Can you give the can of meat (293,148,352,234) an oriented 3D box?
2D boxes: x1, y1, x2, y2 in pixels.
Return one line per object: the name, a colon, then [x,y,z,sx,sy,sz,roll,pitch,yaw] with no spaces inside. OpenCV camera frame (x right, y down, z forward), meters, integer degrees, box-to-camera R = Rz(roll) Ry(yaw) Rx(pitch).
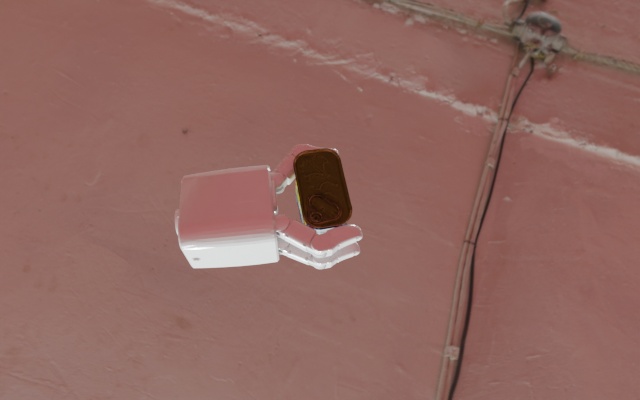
can of meat: [0.000,0.002,0.587,0.057,0.102,0.084,-9,-26,-7]
